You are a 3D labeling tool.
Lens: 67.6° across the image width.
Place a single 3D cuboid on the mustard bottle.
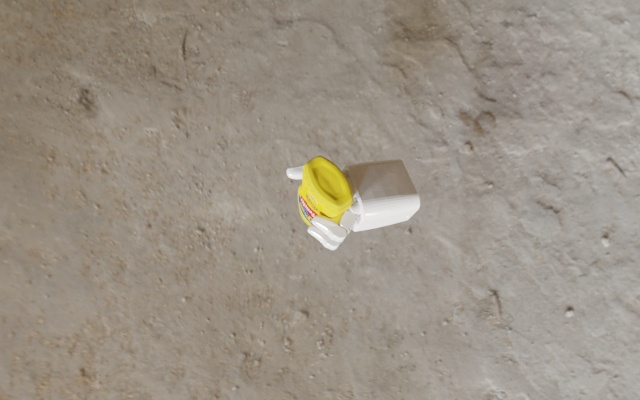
[{"bbox_3d":[0.000,0.003,0.828,0.058,0.096,0.192,-34,-12,-19],"label":"mustard bottle"}]
